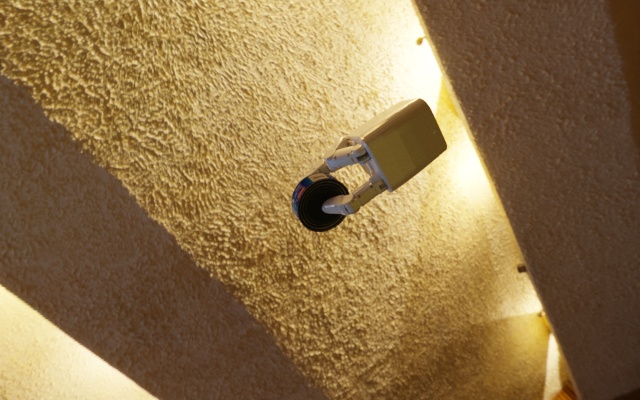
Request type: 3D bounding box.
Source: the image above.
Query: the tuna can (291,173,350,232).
[{"bbox_3d":[0.000,0.002,0.719,0.086,0.086,0.033,0,22,-25],"label":"tuna can"}]
